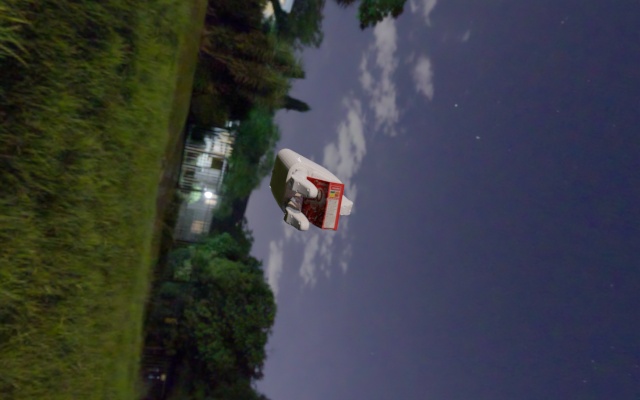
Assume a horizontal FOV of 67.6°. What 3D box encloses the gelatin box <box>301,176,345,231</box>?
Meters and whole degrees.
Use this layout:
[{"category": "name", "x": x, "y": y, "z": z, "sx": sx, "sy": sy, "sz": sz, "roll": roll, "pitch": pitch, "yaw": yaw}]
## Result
[{"category": "gelatin box", "x": 0.001, "y": 0.003, "z": 0.755, "sx": 0.030, "sy": 0.073, "sz": 0.089, "roll": 7, "pitch": 6, "yaw": -27}]
